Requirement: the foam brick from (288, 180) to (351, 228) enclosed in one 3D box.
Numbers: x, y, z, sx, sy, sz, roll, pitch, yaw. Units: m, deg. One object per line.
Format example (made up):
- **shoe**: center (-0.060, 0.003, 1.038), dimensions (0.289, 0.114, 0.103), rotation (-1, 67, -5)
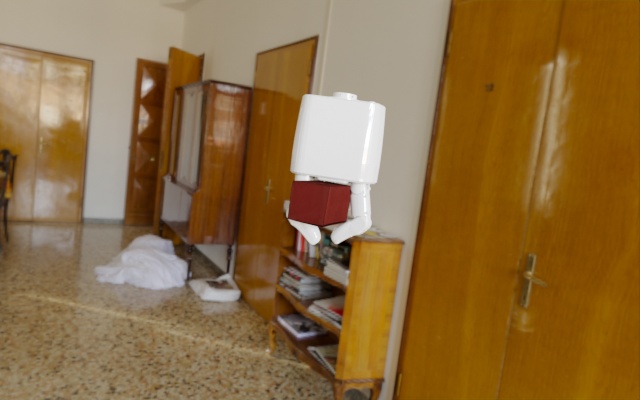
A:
- **foam brick**: center (0.000, 0.002, 0.620), dimensions (0.053, 0.051, 0.078), rotation (12, 7, 24)
